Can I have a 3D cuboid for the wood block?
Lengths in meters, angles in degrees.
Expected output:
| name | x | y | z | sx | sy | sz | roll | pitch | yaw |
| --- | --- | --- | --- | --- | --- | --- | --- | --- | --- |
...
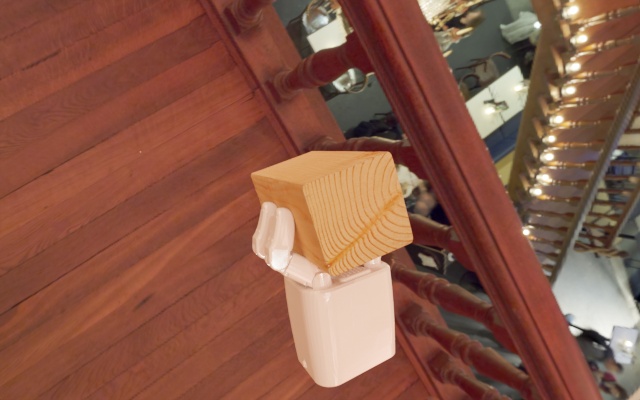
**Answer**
| name | x | y | z | sx | sy | sz | roll | pitch | yaw |
| --- | --- | --- | --- | --- | --- | --- | --- | --- | --- |
| wood block | 0.001 | 0.002 | 0.516 | 0.091 | 0.090 | 0.206 | -21 | 13 | -17 |
